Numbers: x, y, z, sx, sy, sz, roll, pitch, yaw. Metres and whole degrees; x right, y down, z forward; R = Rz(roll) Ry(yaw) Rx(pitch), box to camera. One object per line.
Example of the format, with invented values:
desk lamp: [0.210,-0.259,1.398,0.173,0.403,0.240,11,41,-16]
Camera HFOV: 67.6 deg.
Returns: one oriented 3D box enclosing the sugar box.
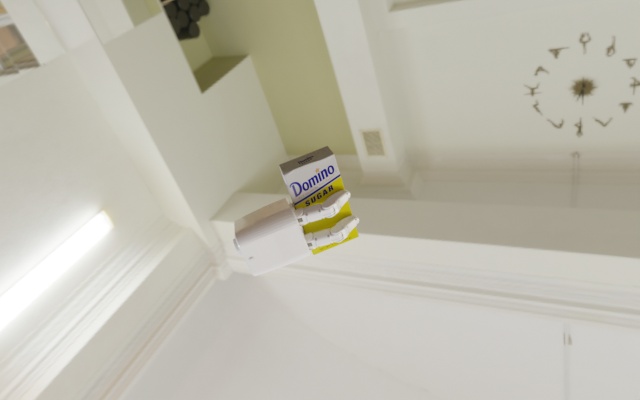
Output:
sugar box: [0.000,0.003,0.834,0.093,0.176,0.048,-23,33,-5]
